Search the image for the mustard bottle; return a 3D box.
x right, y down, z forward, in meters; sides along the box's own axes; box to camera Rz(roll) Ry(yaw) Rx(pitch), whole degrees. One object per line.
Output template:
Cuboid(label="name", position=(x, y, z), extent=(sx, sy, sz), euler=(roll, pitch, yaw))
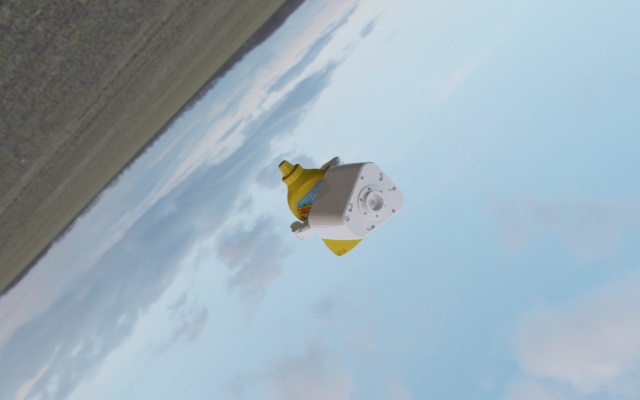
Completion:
Cuboid(label="mustard bottle", position=(0.000, 0.003, 0.820), extent=(0.192, 0.096, 0.058), euler=(45, 4, -18))
